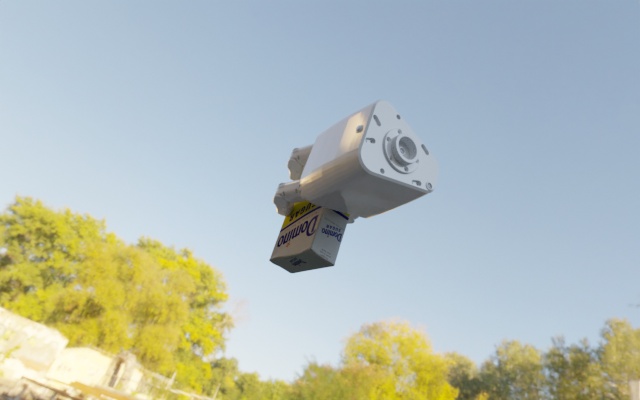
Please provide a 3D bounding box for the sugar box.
[{"bbox_3d":[0.000,0.002,0.610,0.048,0.176,0.093,35,-32,-25],"label":"sugar box"}]
